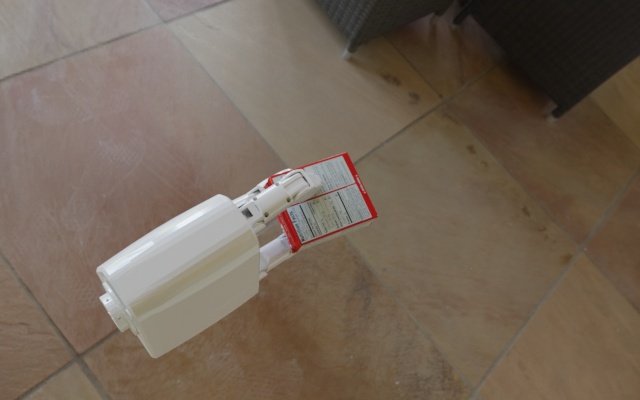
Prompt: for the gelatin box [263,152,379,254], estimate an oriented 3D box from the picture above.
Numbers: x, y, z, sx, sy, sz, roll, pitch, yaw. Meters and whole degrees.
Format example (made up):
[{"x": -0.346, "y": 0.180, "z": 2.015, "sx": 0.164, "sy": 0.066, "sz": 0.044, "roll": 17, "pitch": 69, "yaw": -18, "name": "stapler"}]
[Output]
[{"x": 0.000, "y": 0.001, "z": 0.460, "sx": 0.089, "sy": 0.073, "sz": 0.030, "roll": -20, "pitch": -15, "yaw": -21, "name": "gelatin box"}]
